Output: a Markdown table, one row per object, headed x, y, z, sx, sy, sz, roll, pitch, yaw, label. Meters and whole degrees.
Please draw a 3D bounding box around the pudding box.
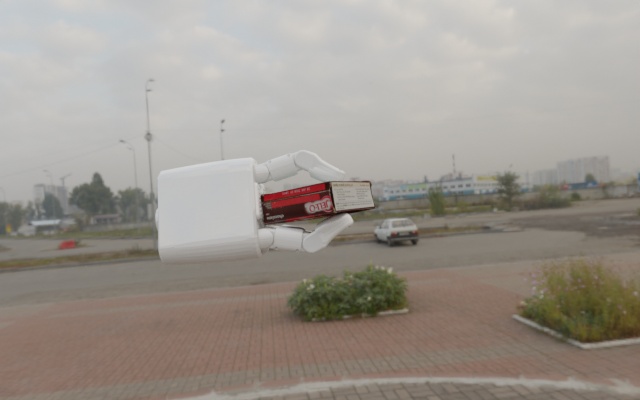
| x | y | z | sx | sy | sz | roll | pitch | yaw | label |
| --- | --- | --- | --- | --- | --- | --- | --- | --- | --- |
| 0.000 | 0.002 | 0.544 | 0.090 | 0.039 | 0.113 | -9 | 0 | 29 | pudding box |
